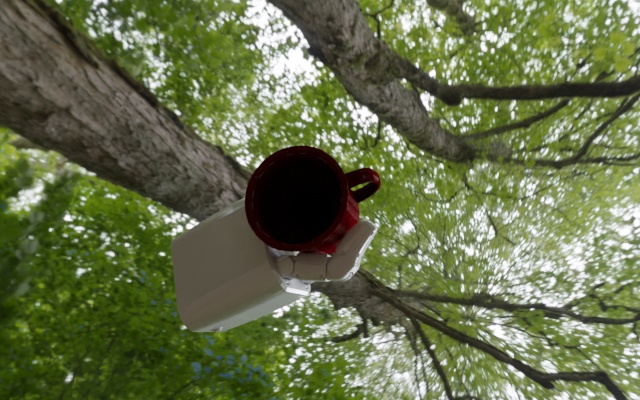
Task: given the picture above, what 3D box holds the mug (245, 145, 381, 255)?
[{"bbox_3d":[0.001,0.001,0.438,0.117,0.093,0.081,-26,-20,9],"label":"mug"}]
